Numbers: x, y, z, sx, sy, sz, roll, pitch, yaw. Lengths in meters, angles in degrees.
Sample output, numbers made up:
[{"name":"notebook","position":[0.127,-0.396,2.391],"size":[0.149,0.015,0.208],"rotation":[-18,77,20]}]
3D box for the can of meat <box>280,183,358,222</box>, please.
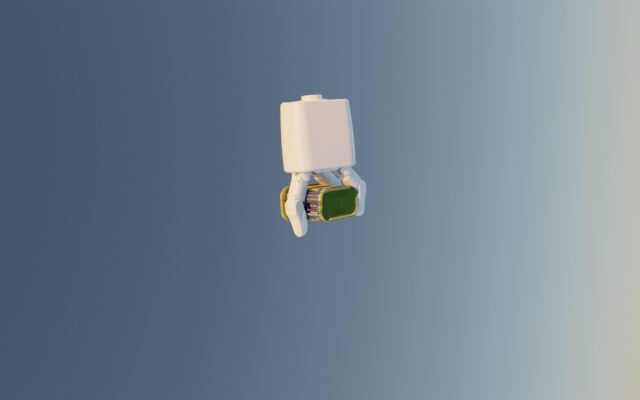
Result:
[{"name":"can of meat","position":[0.000,0.003,0.780],"size":[0.084,0.057,0.102],"rotation":[3,8,40]}]
